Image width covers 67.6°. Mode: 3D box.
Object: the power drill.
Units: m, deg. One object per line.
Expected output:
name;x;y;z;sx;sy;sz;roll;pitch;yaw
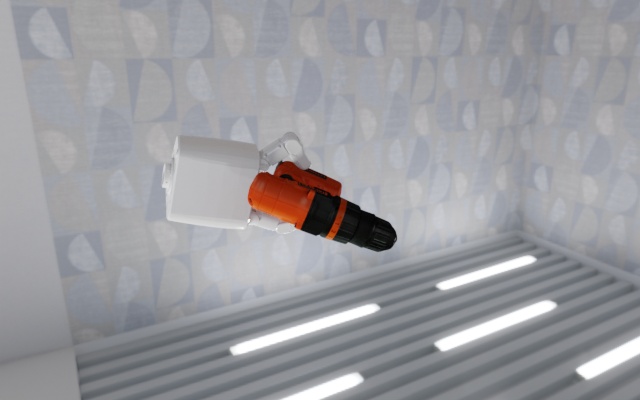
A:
power drill;0.000;0.002;0.628;0.184;0.057;0.187;23;7;-8
